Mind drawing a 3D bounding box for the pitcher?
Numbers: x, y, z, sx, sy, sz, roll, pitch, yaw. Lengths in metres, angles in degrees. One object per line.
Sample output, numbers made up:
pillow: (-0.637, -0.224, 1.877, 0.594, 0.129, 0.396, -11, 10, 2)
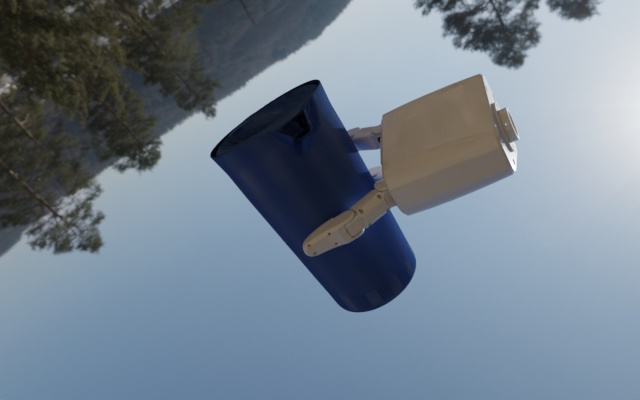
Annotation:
pitcher: (0.000, 0.002, 0.529, 0.145, 0.243, 0.149, -23, 24, 27)
